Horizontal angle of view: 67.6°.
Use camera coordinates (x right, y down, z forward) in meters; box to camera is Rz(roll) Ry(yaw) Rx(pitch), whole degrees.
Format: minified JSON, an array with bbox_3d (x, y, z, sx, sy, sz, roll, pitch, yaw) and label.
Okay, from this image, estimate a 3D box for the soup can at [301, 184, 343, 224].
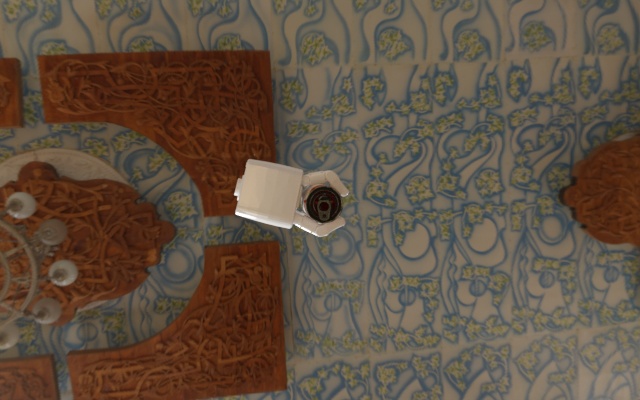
[{"bbox_3d":[0.001,0.003,0.898,0.068,0.068,0.102,0,5,-8],"label":"soup can"}]
